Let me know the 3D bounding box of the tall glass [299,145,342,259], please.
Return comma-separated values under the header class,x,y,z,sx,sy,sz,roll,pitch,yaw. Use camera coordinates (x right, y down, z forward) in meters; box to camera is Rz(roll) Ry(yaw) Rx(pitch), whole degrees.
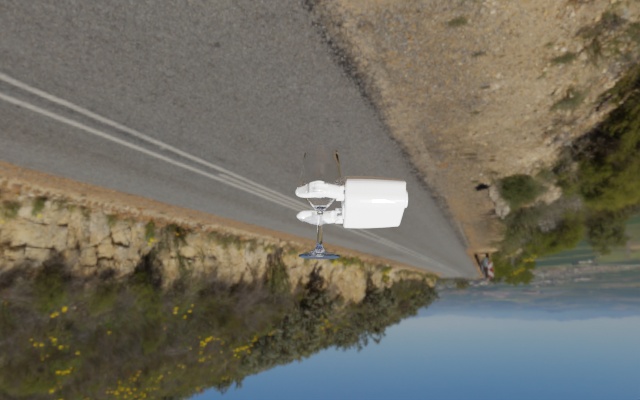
class,x,y,z,sx,sy,sz,roll,pitch,yaw
tall glass,0.000,0.003,0.869,0.079,0.201,0.079,1,-13,0
